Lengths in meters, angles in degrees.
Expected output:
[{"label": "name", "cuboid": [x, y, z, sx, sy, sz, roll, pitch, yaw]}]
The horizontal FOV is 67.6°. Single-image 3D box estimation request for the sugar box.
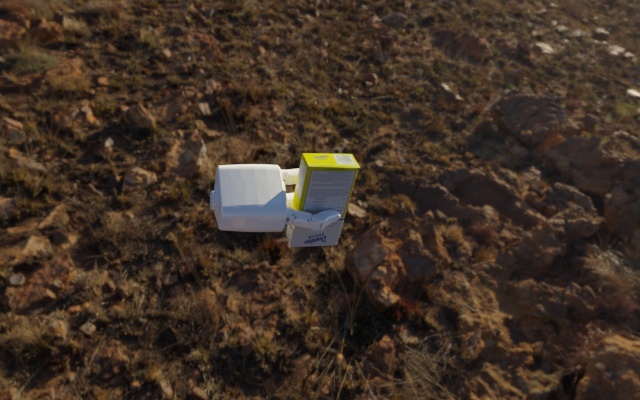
[{"label": "sugar box", "cuboid": [0.000, 0.002, 0.832, 0.093, 0.176, 0.048, 0, 40, -20]}]
